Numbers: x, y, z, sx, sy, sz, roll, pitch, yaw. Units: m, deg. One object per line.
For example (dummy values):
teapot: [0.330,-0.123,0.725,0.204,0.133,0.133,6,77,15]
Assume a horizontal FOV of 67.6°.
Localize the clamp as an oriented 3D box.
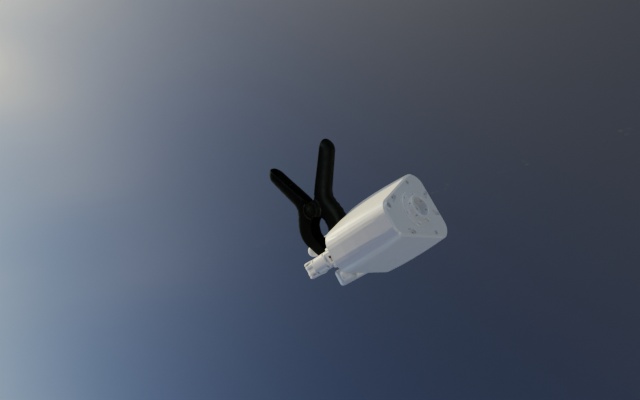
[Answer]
clamp: [0.000,0.002,0.669,0.039,0.171,0.120,-16,-16,-48]
